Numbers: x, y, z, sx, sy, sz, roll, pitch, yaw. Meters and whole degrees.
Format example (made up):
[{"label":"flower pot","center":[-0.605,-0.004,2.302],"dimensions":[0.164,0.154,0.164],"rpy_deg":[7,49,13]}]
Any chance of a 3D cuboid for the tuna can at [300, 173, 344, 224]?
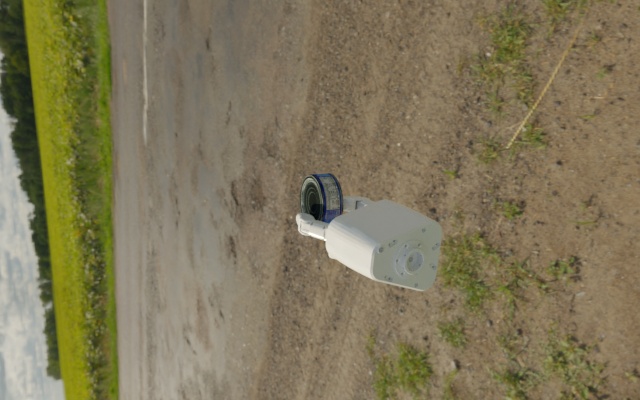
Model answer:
[{"label":"tuna can","center":[0.000,0.002,0.716],"dimensions":[0.034,0.086,0.086],"rpy_deg":[-4,2,-25]}]
